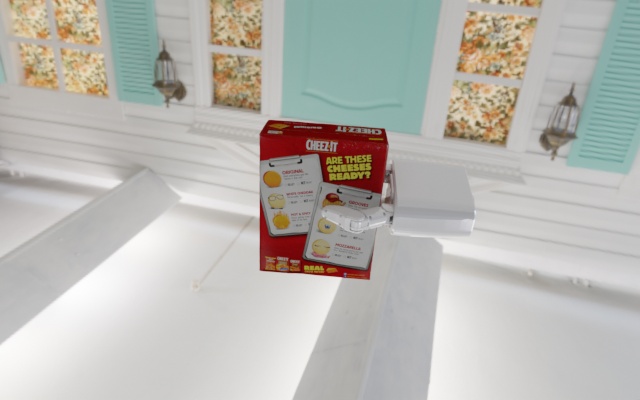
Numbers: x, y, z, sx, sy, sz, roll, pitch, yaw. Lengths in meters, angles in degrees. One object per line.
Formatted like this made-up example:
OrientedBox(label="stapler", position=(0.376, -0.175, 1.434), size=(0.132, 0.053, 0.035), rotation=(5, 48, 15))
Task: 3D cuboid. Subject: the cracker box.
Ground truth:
OrientedBox(label="cracker box", position=(0.000, 0.002, 0.667), size=(0.164, 0.214, 0.072), rotation=(5, 28, 1))
